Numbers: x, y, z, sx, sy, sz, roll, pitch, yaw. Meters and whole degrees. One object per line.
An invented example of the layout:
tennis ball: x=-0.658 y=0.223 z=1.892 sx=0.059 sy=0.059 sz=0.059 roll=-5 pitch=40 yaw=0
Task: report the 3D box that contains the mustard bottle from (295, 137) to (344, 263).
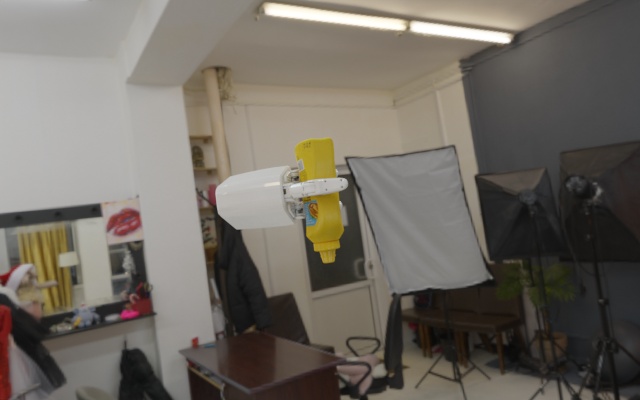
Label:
mustard bottle: x=0.000 y=0.002 z=0.753 sx=0.058 sy=0.191 sz=0.096 roll=-6 pitch=-3 yaw=-18
